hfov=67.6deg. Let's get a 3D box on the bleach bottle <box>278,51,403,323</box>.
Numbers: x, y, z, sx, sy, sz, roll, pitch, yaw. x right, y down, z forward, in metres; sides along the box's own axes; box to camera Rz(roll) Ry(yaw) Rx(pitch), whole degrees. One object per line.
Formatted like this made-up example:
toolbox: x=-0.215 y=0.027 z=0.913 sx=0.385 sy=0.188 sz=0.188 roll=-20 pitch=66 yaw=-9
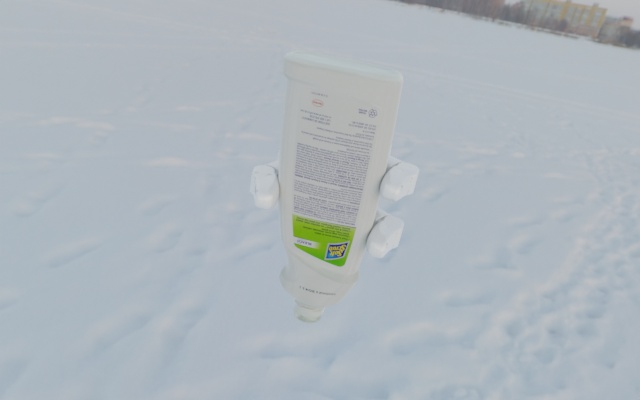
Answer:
bleach bottle: x=0.000 y=0.001 z=0.437 sx=0.102 sy=0.251 sz=0.068 roll=14 pitch=24 yaw=7
